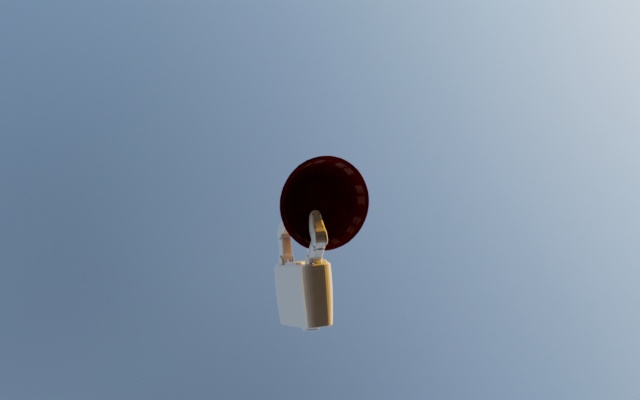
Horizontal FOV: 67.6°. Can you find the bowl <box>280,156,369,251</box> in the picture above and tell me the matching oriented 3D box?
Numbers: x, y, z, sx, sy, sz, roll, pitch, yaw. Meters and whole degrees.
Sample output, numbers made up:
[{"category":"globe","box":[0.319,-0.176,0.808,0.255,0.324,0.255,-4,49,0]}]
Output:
[{"category":"bowl","box":[0.000,0.001,0.823,0.162,0.162,0.055,0,7,-22]}]
